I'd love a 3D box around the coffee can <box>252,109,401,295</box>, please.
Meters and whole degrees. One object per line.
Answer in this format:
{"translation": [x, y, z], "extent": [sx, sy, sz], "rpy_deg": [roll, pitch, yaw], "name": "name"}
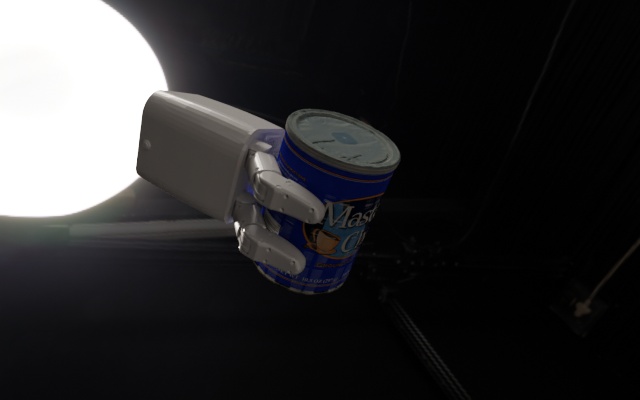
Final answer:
{"translation": [0.000, 0.001, 0.443], "extent": [0.103, 0.140, 0.102], "rpy_deg": [15, 30, -9], "name": "coffee can"}
